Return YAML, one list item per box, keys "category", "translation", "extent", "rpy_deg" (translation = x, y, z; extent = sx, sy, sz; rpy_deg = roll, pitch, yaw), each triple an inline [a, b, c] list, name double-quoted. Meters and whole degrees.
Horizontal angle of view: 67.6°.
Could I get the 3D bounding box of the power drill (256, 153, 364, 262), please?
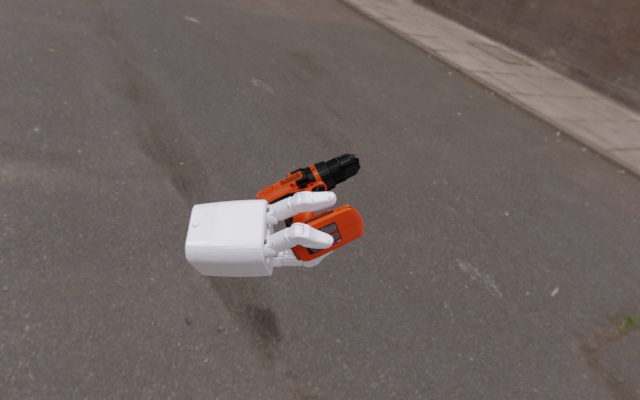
- category: "power drill"
  translation: [0.000, 0.003, 0.732]
  extent: [0.184, 0.057, 0.187]
  rpy_deg: [-26, 30, -3]
